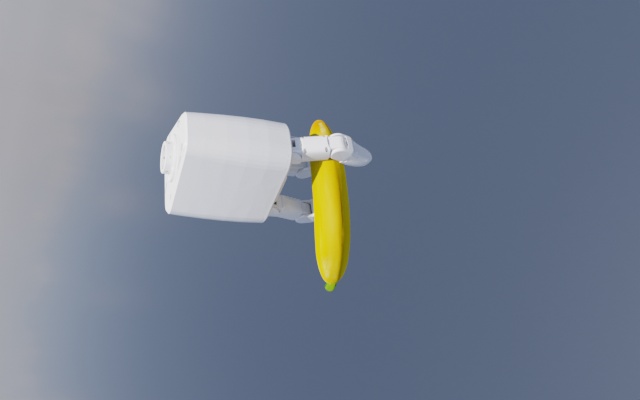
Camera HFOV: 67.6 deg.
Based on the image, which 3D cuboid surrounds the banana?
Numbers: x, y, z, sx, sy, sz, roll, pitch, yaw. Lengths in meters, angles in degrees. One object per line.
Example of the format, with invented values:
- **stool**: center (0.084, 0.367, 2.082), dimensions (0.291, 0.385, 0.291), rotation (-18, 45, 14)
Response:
- **banana**: center (0.007, 0.004, 0.522), dimensions (0.037, 0.198, 0.069), rotation (-1, -2, -20)
